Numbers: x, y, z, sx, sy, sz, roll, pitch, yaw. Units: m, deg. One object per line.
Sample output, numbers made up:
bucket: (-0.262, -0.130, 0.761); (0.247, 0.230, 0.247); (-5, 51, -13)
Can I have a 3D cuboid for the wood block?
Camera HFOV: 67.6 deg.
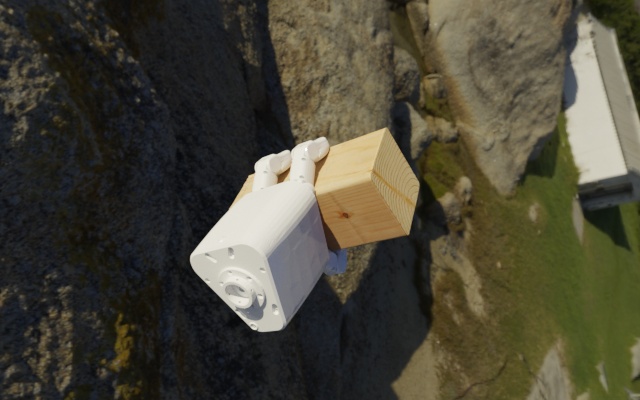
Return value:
wood block: (0.000, 0.002, 0.571); (0.206, 0.091, 0.090); (-15, 35, 33)
